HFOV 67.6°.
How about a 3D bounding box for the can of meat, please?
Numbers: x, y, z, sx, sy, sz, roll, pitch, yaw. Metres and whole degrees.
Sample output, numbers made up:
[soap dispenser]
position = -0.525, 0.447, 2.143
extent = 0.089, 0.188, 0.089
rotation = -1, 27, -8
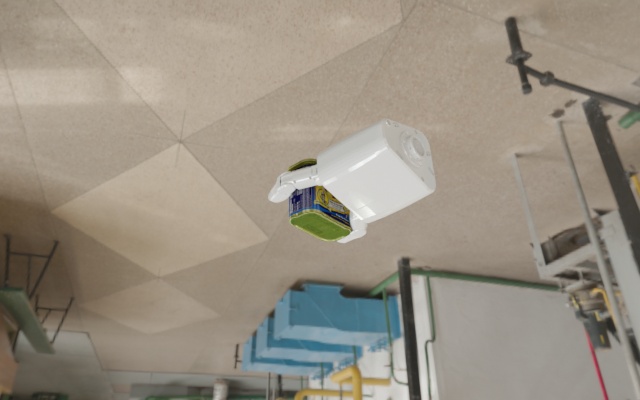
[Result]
[can of meat]
position = 0.000, 0.002, 0.676
extent = 0.057, 0.084, 0.102
rotation = -24, -37, 34
